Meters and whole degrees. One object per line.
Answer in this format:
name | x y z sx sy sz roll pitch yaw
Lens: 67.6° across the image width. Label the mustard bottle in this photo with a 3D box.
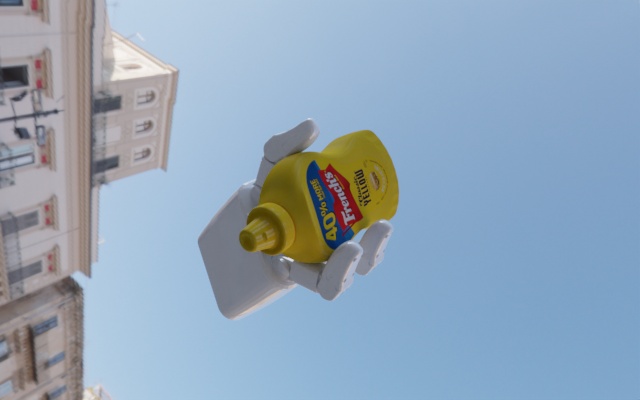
mustard bottle | 0.000 0.001 0.425 0.058 0.096 0.191 -8 13 39
